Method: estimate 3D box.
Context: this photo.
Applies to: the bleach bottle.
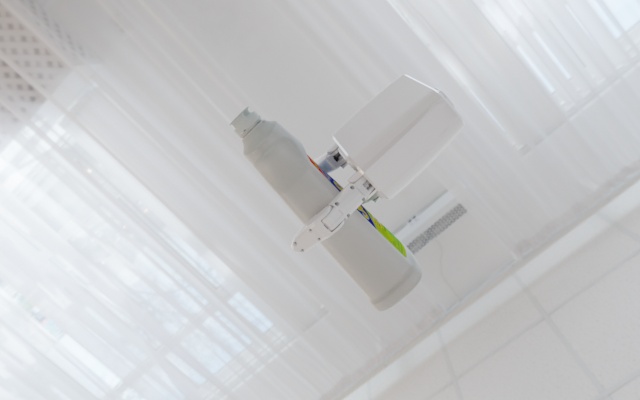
[{"bbox_3d":[0.000,0.002,0.516,0.068,0.251,0.102,-42,11,9],"label":"bleach bottle"}]
